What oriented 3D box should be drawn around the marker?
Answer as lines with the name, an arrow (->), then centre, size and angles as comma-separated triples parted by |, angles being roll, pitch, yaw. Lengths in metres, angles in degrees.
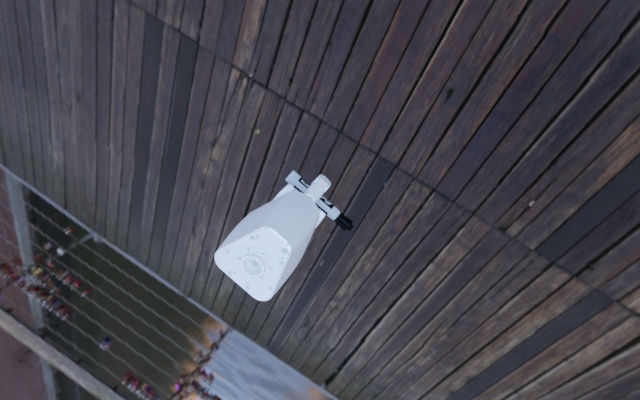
marker -> 0.000, 0.002, 0.700 | 0.121, 0.020, 0.020 | 41, -3, -3
